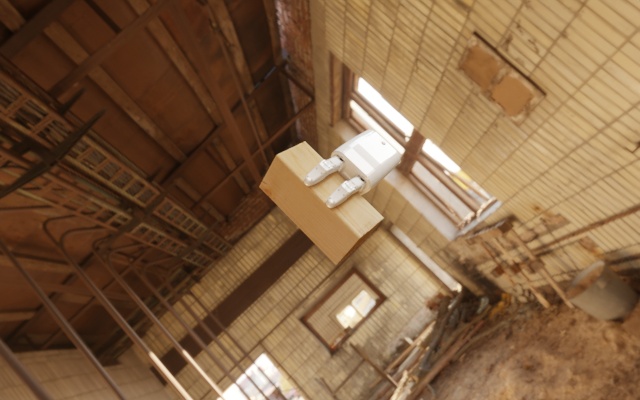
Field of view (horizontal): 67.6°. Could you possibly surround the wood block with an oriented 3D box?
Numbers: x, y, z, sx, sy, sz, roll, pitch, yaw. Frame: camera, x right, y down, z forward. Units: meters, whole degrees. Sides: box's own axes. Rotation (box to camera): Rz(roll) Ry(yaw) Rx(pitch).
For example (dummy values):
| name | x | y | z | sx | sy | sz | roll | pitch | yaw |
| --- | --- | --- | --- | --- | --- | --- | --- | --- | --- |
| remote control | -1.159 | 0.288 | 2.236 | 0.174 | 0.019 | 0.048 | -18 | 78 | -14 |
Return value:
| name | x | y | z | sx | sy | sz | roll | pitch | yaw |
| --- | --- | --- | --- | --- | --- | --- | --- | --- | --- |
| wood block | 0.000 | 0.003 | 0.875 | 0.090 | 0.206 | 0.091 | -34 | -16 | -46 |
